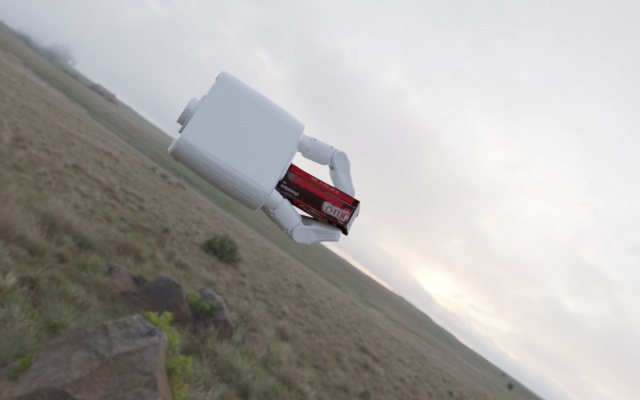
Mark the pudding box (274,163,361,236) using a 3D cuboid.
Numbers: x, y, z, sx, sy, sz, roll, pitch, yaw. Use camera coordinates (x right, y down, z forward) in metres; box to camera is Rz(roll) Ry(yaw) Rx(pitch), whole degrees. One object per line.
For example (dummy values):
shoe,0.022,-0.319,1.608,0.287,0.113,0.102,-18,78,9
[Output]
pudding box,0.000,0.002,0.557,0.090,0.039,0.113,30,-3,8
